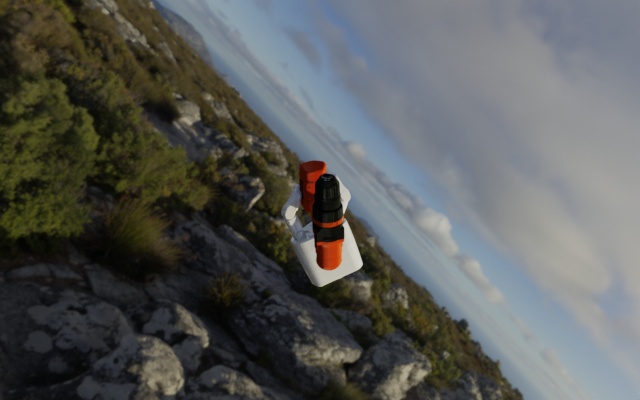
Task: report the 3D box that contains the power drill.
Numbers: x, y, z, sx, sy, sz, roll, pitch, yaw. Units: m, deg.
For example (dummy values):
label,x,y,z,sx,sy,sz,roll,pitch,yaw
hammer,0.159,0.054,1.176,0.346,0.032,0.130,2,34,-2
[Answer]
label,x,y,z,sx,sy,sz,roll,pitch,yaw
power drill,0.000,0.003,0.849,0.057,0.185,0.187,-4,32,-7
